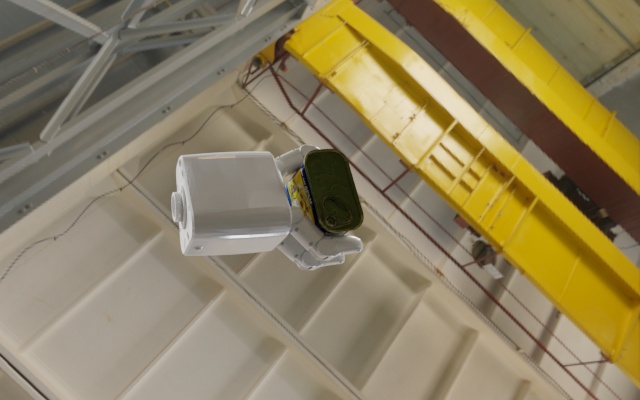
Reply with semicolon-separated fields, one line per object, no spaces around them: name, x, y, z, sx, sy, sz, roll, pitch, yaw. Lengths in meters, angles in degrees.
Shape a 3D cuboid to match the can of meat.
can of meat;0.000;0.002;0.577;0.057;0.102;0.084;-7;-19;-26
